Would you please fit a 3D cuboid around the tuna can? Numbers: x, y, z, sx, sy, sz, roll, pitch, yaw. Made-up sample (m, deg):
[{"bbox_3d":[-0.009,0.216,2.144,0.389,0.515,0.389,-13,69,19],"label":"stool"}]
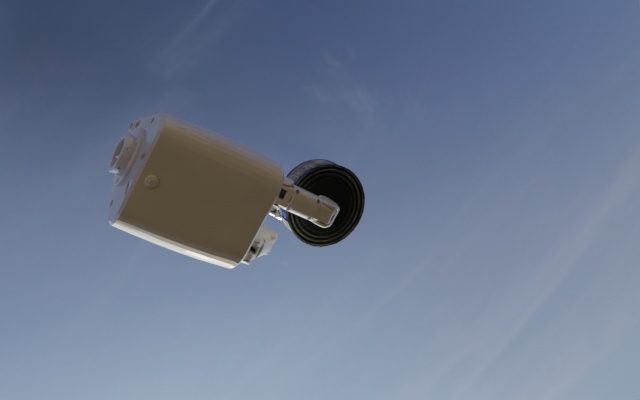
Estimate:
[{"bbox_3d":[0.000,0.001,0.488,0.086,0.086,0.033,0,17,-26],"label":"tuna can"}]
